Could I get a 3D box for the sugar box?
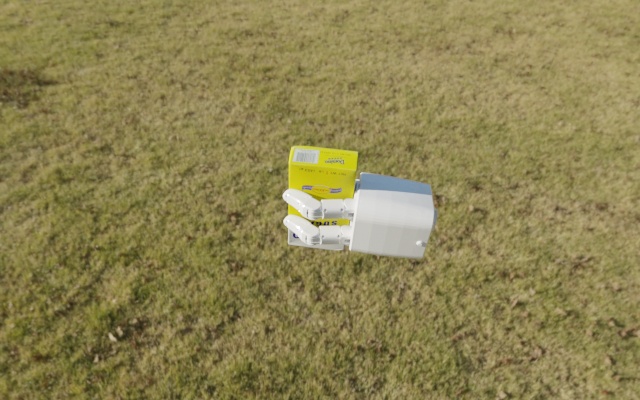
[{"bbox_3d":[0.000,0.003,0.699,0.093,0.176,0.048,6,45,3],"label":"sugar box"}]
